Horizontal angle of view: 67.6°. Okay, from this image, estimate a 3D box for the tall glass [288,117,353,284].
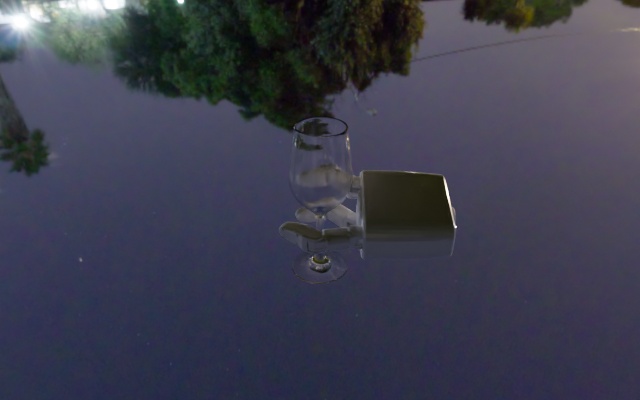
[{"bbox_3d":[0.000,0.003,0.589,0.079,0.201,0.079,0,31,0],"label":"tall glass"}]
